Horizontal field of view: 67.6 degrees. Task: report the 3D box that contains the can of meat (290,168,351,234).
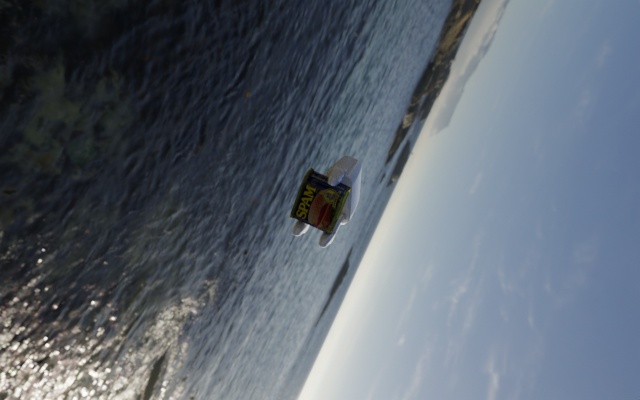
[{"bbox_3d":[0.000,0.003,0.893,0.084,0.102,0.057,24,25,7],"label":"can of meat"}]
